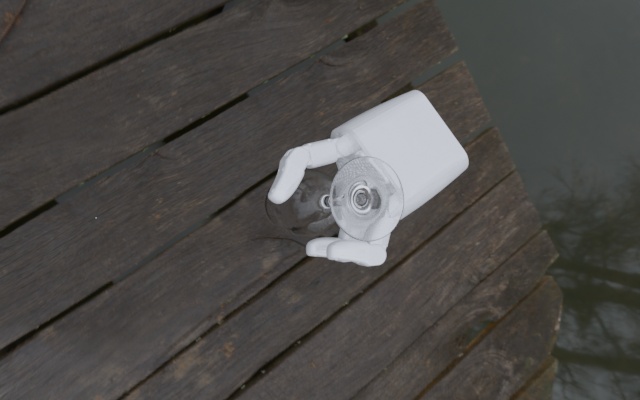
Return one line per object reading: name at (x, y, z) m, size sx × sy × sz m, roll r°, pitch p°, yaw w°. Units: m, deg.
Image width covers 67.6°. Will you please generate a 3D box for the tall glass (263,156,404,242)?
tall glass at (0.000, 0.002, 0.503) m, size 0.079 × 0.079 × 0.201 m, roll 0°, pitch -2°, yaw -25°
